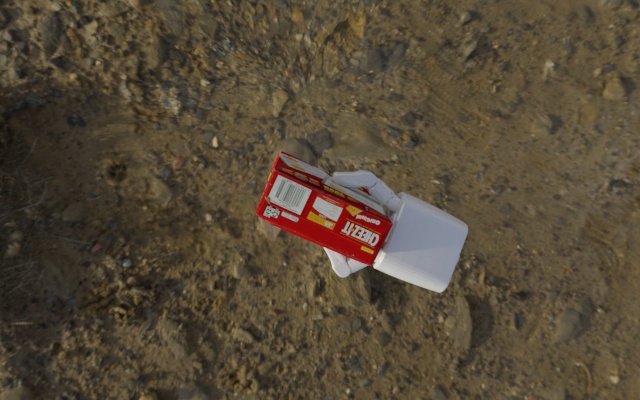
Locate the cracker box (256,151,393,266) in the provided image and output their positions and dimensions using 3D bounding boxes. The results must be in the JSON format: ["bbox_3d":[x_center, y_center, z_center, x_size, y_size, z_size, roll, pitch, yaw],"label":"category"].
[{"bbox_3d":[0.000,0.002,0.685,0.164,0.072,0.213,24,10,-7],"label":"cracker box"}]
